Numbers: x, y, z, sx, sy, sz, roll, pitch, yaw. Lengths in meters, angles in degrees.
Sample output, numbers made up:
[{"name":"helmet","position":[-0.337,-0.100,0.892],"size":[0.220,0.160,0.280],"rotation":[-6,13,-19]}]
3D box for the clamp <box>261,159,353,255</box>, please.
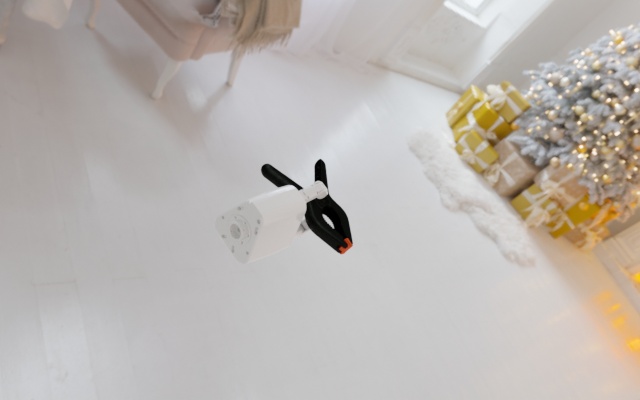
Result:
[{"name":"clamp","position":[0.001,0.003,0.895],"size":[0.164,0.210,0.036],"rotation":[-21,-20,-50]}]
